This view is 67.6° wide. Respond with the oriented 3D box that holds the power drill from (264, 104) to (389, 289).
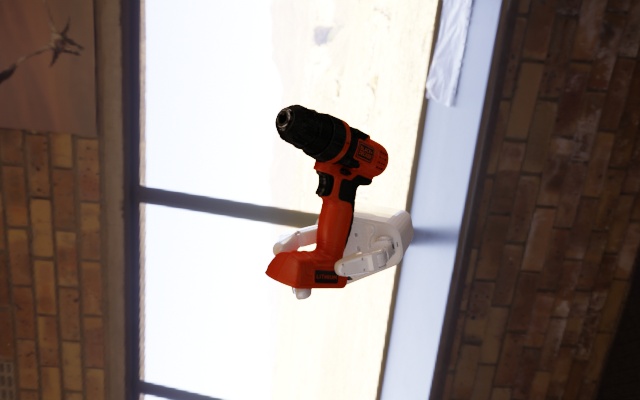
[{"bbox_3d":[0.000,0.002,0.528,0.057,0.187,0.184,18,2,40],"label":"power drill"}]
